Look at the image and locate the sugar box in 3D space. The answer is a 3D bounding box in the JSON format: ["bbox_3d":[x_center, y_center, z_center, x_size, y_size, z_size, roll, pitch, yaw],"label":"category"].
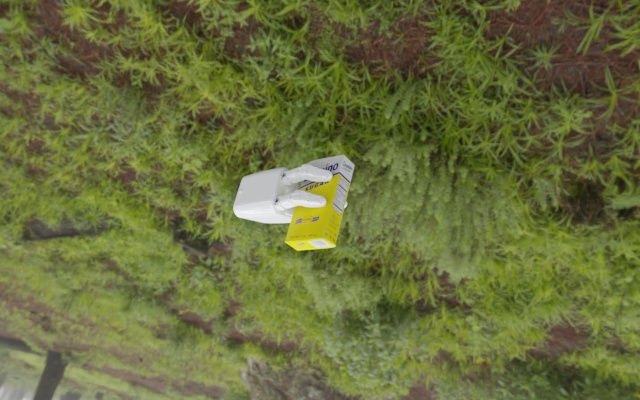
[{"bbox_3d":[0.000,0.003,0.888,0.093,0.176,0.048,-9,-32,37],"label":"sugar box"}]
